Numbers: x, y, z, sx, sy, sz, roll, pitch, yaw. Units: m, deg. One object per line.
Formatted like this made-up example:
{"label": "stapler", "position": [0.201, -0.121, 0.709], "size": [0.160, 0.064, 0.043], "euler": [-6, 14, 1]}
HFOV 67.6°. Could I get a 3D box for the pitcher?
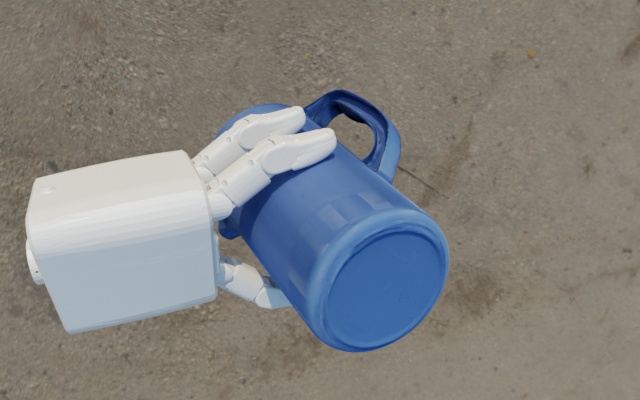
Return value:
{"label": "pitcher", "position": [0.000, 0.001, 0.400], "size": [0.145, 0.149, 0.242], "euler": [-10, 27, -22]}
